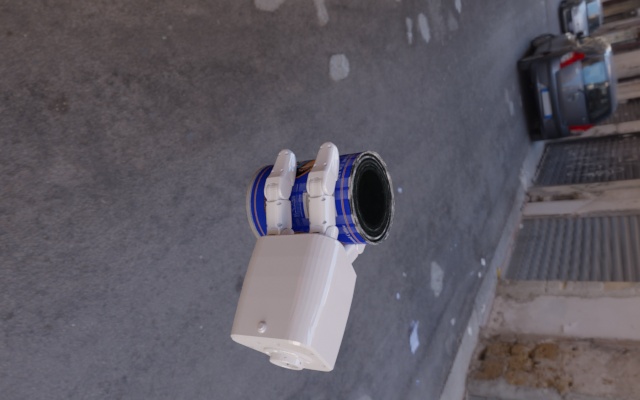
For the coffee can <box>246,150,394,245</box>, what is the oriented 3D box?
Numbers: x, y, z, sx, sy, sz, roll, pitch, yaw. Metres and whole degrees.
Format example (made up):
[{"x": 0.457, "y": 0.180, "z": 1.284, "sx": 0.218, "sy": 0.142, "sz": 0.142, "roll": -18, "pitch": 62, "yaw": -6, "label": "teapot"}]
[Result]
[{"x": 0.000, "y": 0.002, "z": 0.552, "sx": 0.140, "sy": 0.103, "sz": 0.103, "roll": -5, "pitch": -3, "yaw": 33, "label": "coffee can"}]
